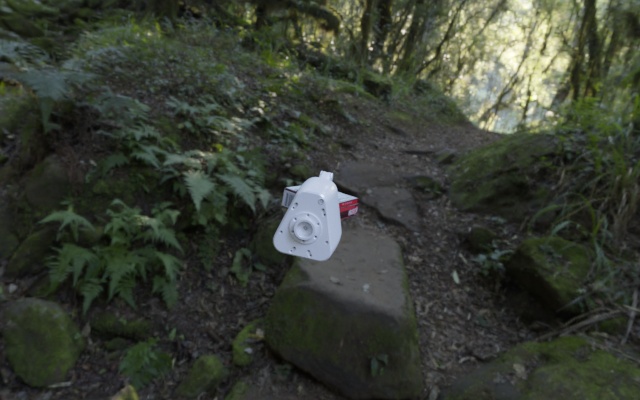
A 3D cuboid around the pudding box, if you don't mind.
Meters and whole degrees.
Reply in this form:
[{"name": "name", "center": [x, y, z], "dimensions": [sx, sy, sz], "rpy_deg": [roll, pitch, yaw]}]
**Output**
[{"name": "pudding box", "center": [0.000, 0.003, 0.870], "dimensions": [0.113, 0.039, 0.090], "rpy_deg": [21, 18, 32]}]
